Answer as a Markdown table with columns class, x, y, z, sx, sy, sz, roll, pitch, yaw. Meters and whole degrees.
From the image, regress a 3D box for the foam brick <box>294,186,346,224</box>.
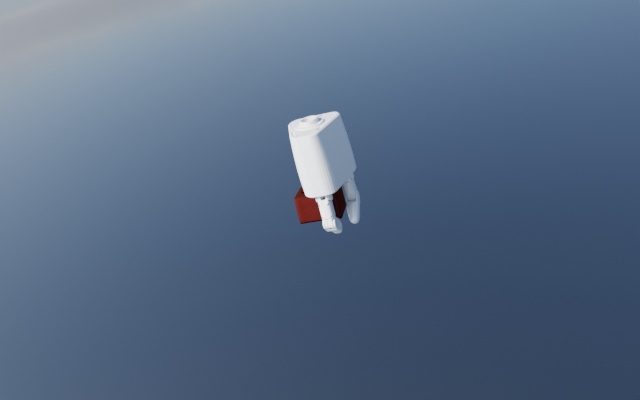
| class | x | y | z | sx | sy | sz | roll | pitch | yaw |
| --- | --- | --- | --- | --- | --- | --- | --- | --- | --- |
| foam brick | 0.000 | 0.003 | 0.839 | 0.078 | 0.051 | 0.053 | -9 | 24 | 17 |
